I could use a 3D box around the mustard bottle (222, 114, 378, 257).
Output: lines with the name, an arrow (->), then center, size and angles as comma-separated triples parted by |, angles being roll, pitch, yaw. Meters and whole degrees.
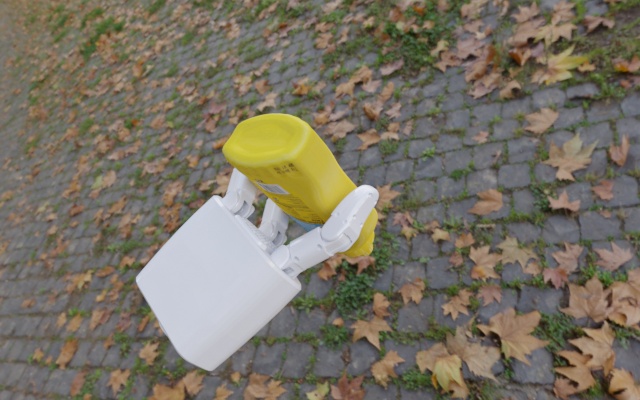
mustard bottle -> 0.000, 0.001, 0.450 | 0.096, 0.058, 0.192 | 9, -27, 41
